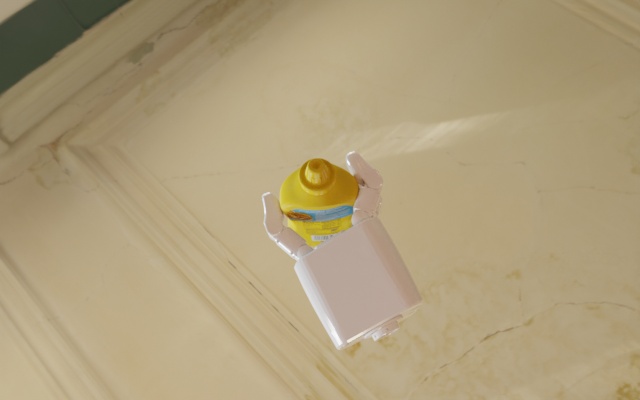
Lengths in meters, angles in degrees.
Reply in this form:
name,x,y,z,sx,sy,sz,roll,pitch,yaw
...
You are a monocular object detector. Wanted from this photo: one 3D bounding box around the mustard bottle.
name,x,y,z,sx,sy,sz,roll,pitch,yaw
mustard bottle,0.000,0.002,0.584,0.096,0.058,0.192,-3,-23,2
